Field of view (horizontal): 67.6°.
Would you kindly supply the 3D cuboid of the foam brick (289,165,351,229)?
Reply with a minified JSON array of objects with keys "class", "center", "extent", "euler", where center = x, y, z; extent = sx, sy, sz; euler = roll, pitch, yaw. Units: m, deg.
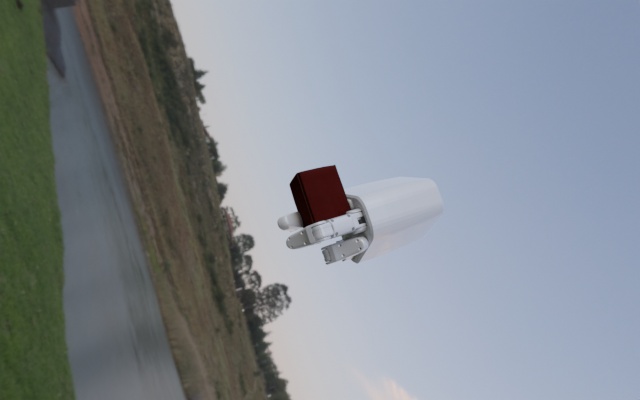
[{"class":"foam brick","center":[0.000,0.002,0.596],"extent":[0.051,0.078,0.053],"euler":[-16,-7,-18]}]
